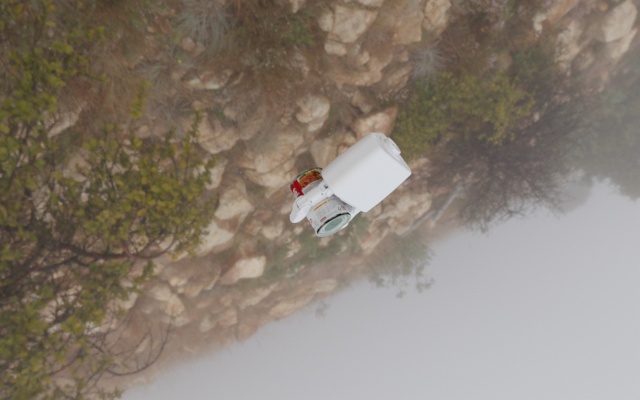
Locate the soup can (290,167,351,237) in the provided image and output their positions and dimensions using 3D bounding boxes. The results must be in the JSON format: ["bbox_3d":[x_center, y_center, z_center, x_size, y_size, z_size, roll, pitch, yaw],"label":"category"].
[{"bbox_3d":[0.000,0.003,0.823,0.068,0.102,0.068,-26,-23,-12],"label":"soup can"}]
